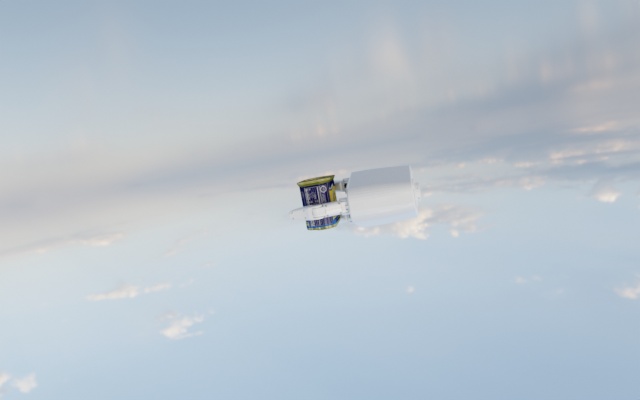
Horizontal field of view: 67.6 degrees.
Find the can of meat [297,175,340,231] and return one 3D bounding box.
[{"bbox_3d":[0.000,0.003,0.829,0.057,0.084,0.102,-9,6,10],"label":"can of meat"}]
